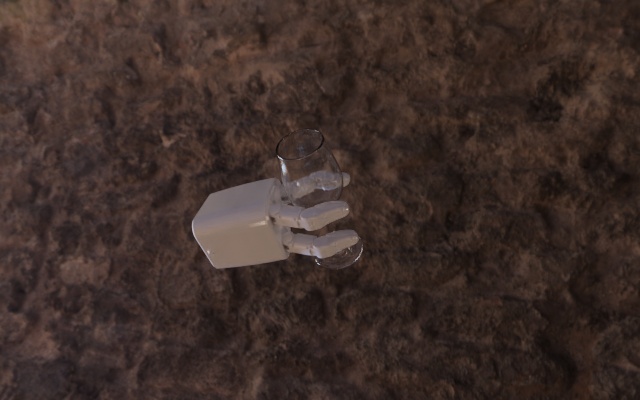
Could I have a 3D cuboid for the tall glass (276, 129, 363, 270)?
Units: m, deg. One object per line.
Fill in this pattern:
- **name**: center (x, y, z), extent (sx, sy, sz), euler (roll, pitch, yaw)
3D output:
- **tall glass**: center (0.000, 0.003, 0.645), extent (0.079, 0.201, 0.079), euler (-11, 41, 10)
